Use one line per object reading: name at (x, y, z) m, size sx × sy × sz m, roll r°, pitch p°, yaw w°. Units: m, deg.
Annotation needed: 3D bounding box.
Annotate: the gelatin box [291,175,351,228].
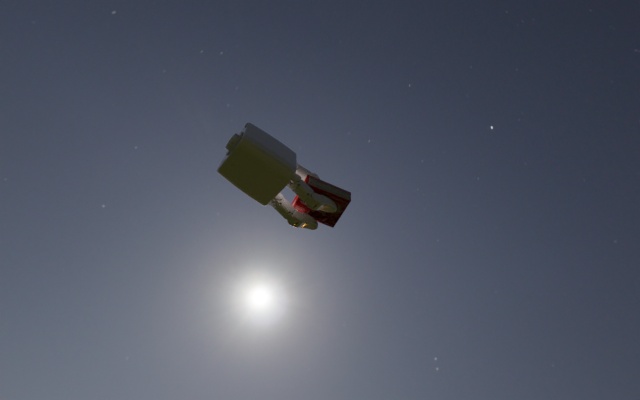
gelatin box at (0.000, 0.003, 0.862) m, size 0.089 × 0.073 × 0.030 m, roll 22°, pitch 38°, yaw -12°
